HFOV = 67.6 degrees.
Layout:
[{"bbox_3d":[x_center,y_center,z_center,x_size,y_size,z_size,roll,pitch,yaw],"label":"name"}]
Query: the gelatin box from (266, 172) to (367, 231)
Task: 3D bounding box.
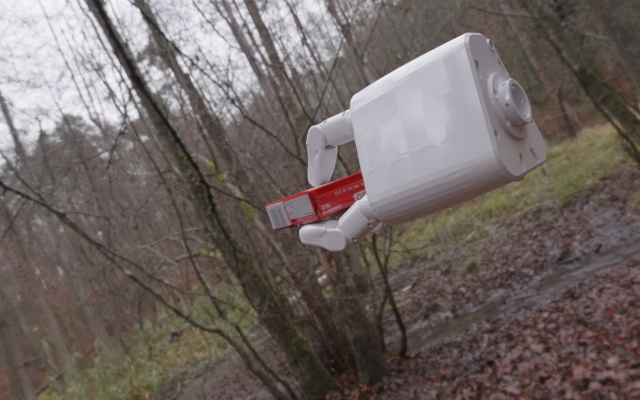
[{"bbox_3d":[0.000,0.001,0.463,0.073,0.030,0.089,-20,2,-34],"label":"gelatin box"}]
